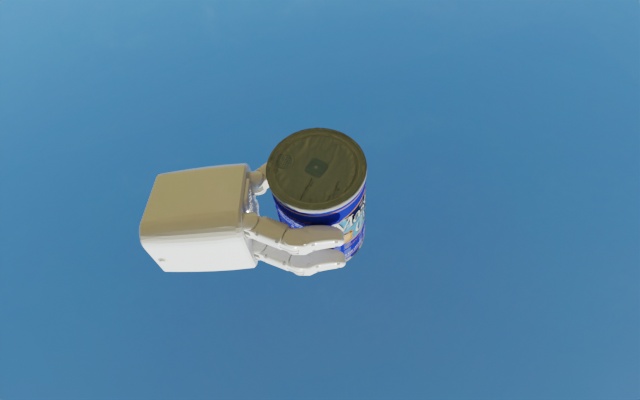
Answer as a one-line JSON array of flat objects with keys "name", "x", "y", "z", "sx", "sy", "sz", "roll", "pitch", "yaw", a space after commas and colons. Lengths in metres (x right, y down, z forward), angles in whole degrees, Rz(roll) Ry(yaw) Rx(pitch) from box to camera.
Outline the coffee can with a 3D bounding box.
[{"name": "coffee can", "x": 0.000, "y": 0.002, "z": 0.540, "sx": 0.103, "sy": 0.102, "sz": 0.140, "roll": 0, "pitch": -31, "yaw": 4}]
